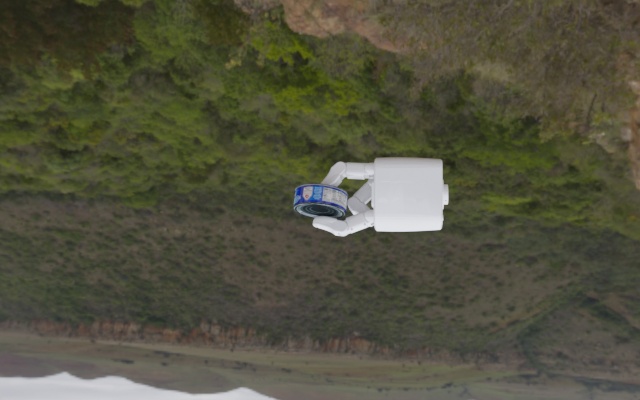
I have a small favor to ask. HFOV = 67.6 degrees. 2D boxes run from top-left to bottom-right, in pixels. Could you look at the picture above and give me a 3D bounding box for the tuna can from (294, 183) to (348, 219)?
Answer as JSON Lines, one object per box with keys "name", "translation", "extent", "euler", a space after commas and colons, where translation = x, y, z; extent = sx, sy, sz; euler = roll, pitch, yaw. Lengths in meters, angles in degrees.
{"name": "tuna can", "translation": [0.000, 0.003, 0.765], "extent": [0.086, 0.033, 0.086], "euler": [6, -18, 2]}
